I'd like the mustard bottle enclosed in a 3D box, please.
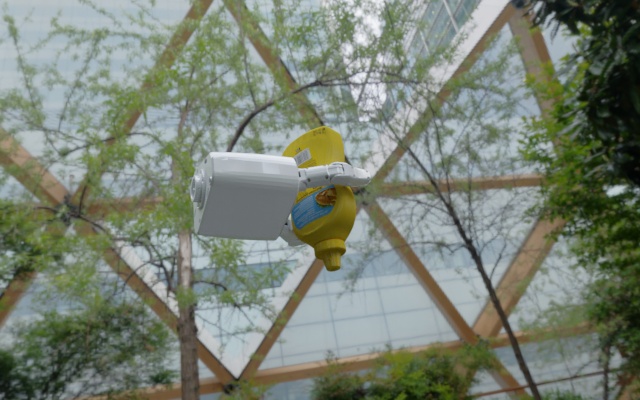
[{"bbox_3d":[0.000,0.002,0.637,0.096,0.191,0.058,-29,-33,31],"label":"mustard bottle"}]
